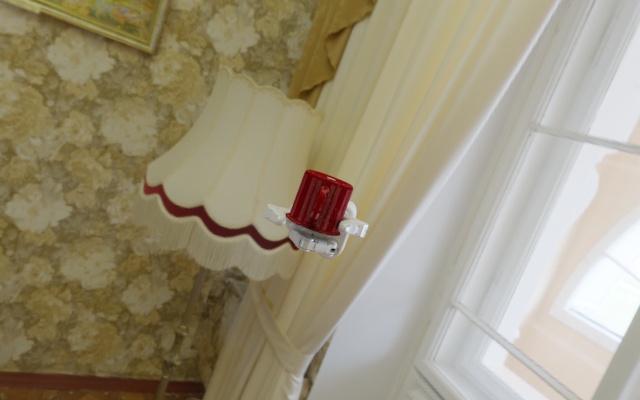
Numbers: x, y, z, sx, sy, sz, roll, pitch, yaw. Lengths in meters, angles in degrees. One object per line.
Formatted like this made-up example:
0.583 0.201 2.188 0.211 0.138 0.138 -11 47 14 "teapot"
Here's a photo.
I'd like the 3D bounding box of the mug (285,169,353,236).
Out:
0.000 0.002 0.741 0.093 0.081 0.117 21 8 4 "mug"
